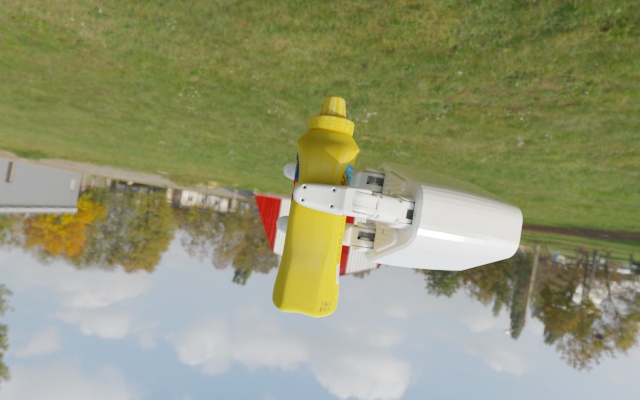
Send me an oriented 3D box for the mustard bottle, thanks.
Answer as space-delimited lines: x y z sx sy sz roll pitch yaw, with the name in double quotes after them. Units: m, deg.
0.000 0.002 0.431 0.058 0.191 0.096 9 -2 7 "mustard bottle"
